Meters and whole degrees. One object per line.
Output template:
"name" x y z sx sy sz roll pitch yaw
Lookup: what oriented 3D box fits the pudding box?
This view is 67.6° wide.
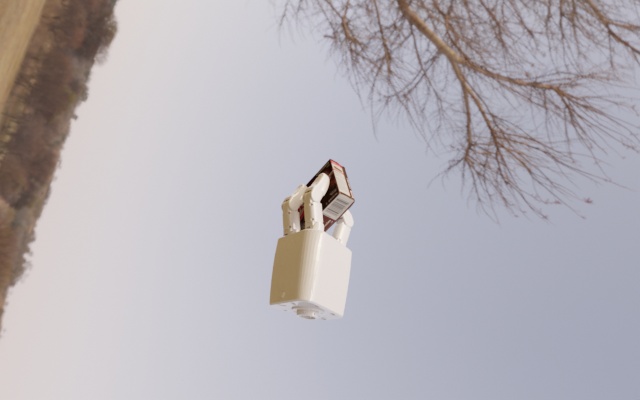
"pudding box" 0.000 0.003 0.770 0.039 0.090 0.113 29 -60 -32
